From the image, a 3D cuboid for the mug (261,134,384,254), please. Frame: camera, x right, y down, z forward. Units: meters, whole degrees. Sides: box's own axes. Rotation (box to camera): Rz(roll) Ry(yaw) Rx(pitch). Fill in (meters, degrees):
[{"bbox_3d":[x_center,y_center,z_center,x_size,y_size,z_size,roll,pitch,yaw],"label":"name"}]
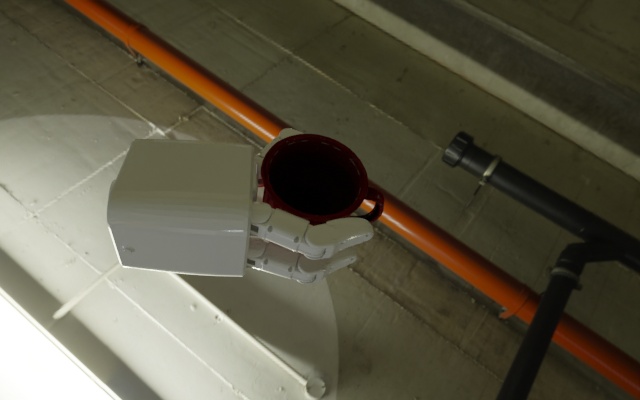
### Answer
[{"bbox_3d":[0.001,0.002,0.440,0.117,0.093,0.082,6,-35,-9],"label":"mug"}]
